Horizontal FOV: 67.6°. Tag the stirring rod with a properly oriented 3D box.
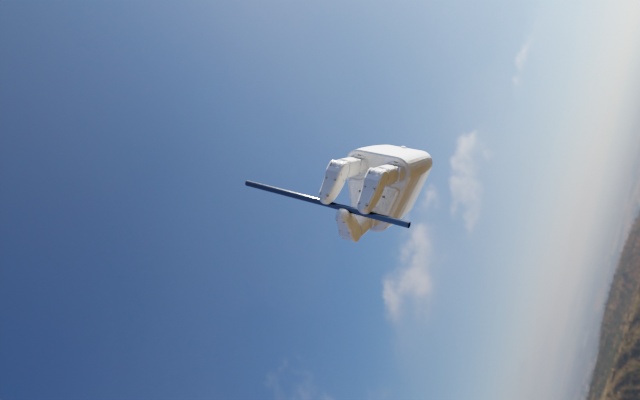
[{"bbox_3d":[0.000,0.002,0.607,0.239,0.011,0.011,14,7,28],"label":"stirring rod"}]
